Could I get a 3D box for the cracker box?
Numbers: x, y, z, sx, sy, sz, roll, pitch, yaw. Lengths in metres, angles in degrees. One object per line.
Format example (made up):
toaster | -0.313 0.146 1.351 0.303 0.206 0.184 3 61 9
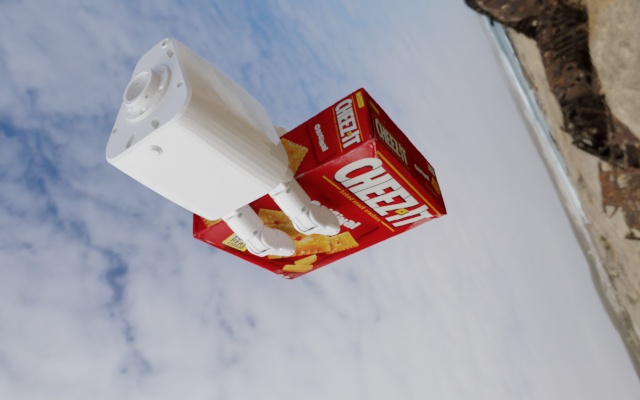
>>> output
cracker box | 0.000 0.002 0.502 0.214 0.072 0.164 -26 -37 25
